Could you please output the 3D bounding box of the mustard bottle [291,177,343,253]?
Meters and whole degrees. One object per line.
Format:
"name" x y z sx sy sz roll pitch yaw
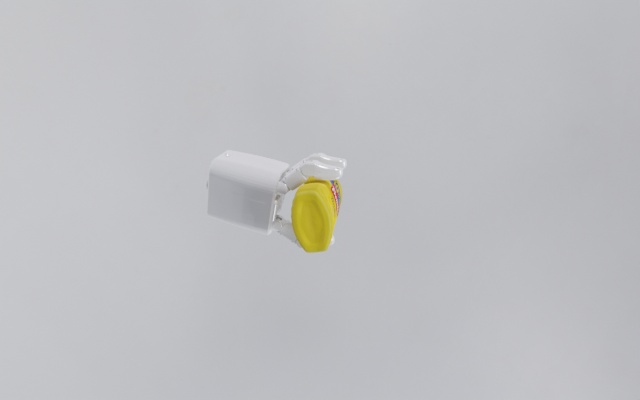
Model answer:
"mustard bottle" 0.000 0.003 0.750 0.058 0.096 0.191 -8 17 11
